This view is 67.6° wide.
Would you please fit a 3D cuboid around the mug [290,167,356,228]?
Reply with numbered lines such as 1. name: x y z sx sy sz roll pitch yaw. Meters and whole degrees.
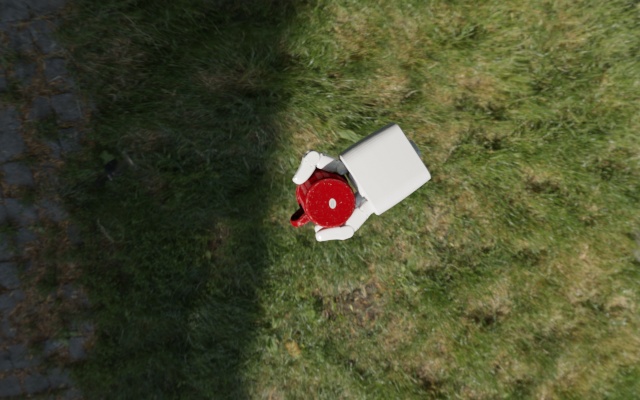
1. mug: -0.001 0.003 0.768 0.117 0.093 0.081 -35 15 1
